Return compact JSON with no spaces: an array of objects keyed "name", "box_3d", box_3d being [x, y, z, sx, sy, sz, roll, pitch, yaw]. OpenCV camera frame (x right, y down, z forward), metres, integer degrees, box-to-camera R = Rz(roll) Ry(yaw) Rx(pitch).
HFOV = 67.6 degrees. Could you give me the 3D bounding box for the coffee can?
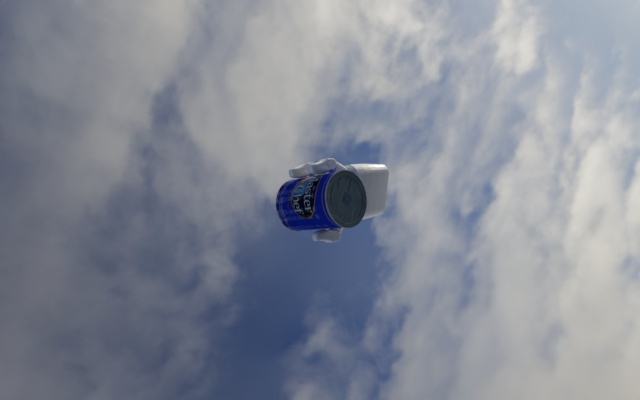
[{"name":"coffee can","box_3d":[0.000,0.003,0.887,0.103,0.103,0.140,0,-5,-44]}]
